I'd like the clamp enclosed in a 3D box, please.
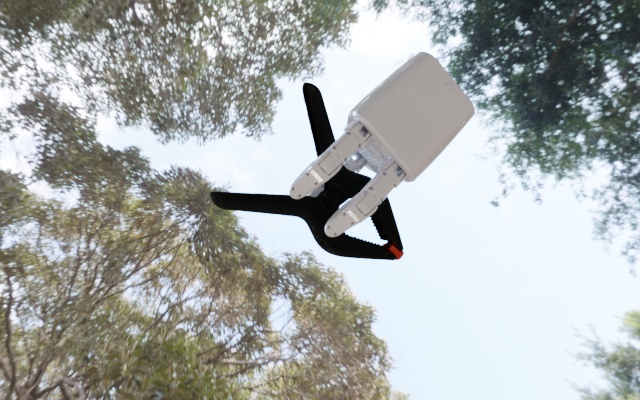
[{"bbox_3d":[0.000,0.002,0.516,0.164,0.210,0.036,-44,9,-8],"label":"clamp"}]
